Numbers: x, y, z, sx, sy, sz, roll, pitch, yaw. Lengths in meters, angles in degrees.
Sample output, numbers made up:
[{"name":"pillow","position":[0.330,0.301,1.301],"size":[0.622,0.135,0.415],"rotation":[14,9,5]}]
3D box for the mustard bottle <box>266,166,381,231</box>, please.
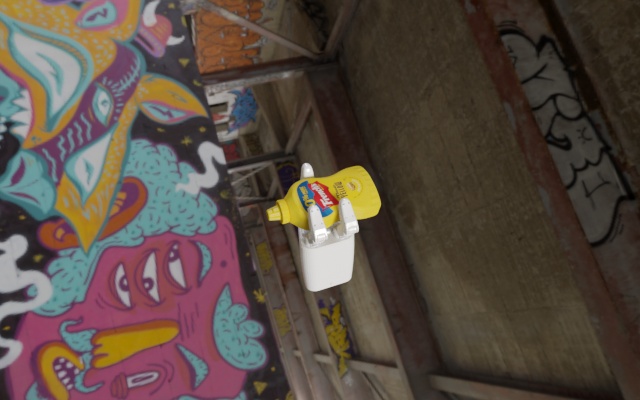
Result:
[{"name":"mustard bottle","position":[0.000,0.002,0.826],"size":[0.191,0.096,0.058],"rotation":[-14,-29,-17]}]
